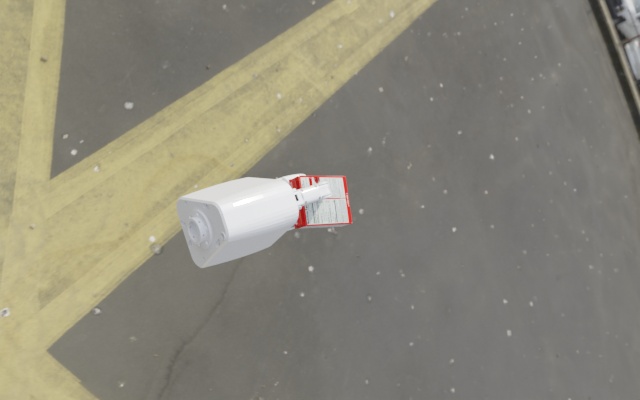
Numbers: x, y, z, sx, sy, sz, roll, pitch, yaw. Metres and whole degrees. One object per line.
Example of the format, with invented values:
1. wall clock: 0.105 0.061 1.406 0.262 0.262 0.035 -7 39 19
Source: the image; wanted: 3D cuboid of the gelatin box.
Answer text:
1. gelatin box: 0.001 0.002 0.695 0.089 0.073 0.030 -2 -11 -36
